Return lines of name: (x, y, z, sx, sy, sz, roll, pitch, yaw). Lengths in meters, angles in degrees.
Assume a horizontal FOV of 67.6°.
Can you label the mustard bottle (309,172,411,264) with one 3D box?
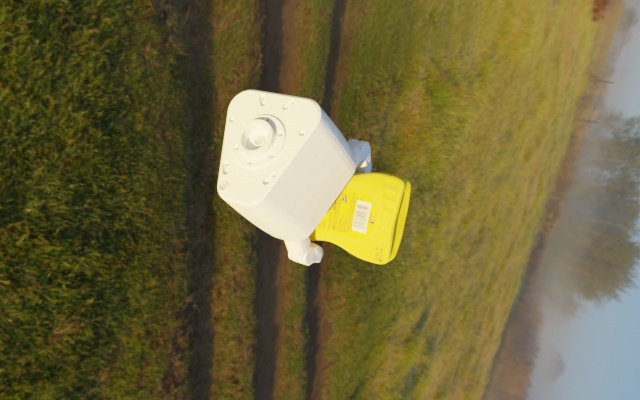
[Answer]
mustard bottle: (0.000, 0.002, 0.546, 0.191, 0.096, 0.058, 14, 11, 24)
